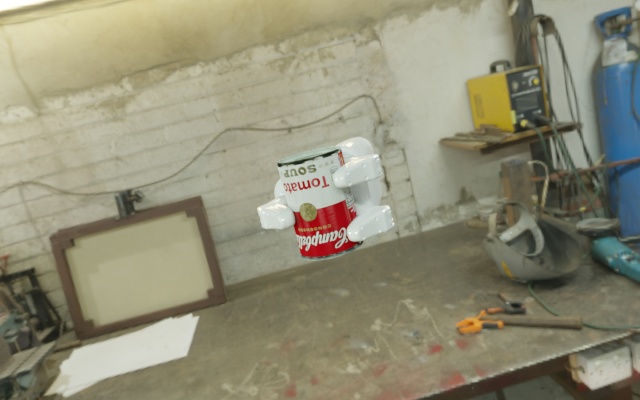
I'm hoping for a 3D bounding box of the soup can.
[{"bbox_3d":[0.000,0.001,0.488,0.068,0.102,0.068,-13,12,3],"label":"soup can"}]
